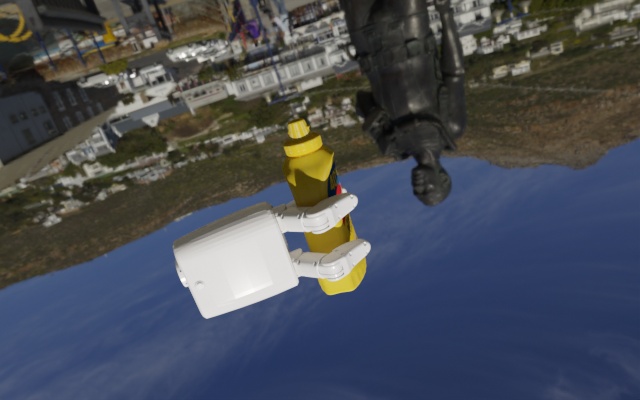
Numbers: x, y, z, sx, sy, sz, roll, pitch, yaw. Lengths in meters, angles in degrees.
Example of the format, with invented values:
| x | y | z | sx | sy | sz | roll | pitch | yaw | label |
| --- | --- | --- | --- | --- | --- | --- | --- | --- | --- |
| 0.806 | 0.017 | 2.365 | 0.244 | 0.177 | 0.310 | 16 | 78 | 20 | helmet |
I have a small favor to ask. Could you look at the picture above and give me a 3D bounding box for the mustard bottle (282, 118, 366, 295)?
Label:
| x | y | z | sx | sy | sz | roll | pitch | yaw | label |
| --- | --- | --- | --- | --- | --- | --- | --- | --- | --- |
| 0.000 | 0.002 | 0.534 | 0.058 | 0.192 | 0.096 | -13 | 21 | 14 | mustard bottle |
